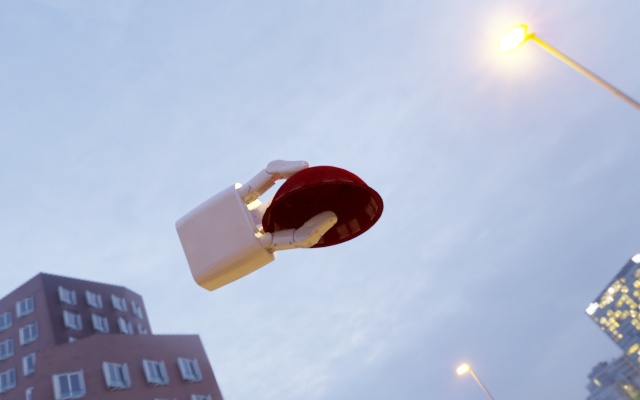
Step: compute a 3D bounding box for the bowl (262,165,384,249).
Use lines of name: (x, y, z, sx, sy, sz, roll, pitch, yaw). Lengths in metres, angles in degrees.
bowl: (0.001, 0.001, 0.639, 0.162, 0.055, 0.162, -7, -34, -5)
